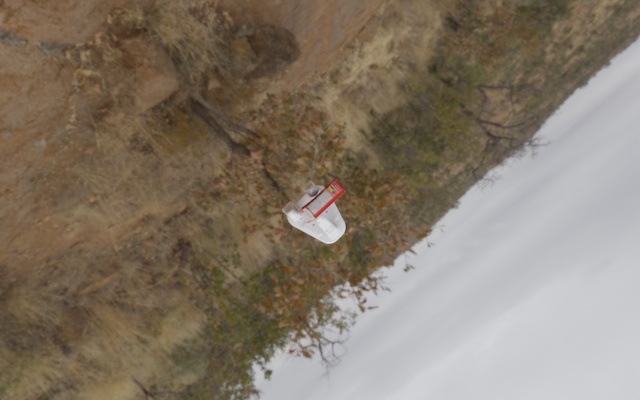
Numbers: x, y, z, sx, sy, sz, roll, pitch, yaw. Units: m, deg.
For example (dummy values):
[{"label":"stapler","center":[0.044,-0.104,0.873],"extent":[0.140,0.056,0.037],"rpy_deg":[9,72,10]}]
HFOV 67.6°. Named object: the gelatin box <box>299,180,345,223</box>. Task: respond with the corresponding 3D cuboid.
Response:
[{"label":"gelatin box","center":[0.000,0.003,0.845],"extent":[0.073,0.030,0.089],"rpy_deg":[-42,2,-13]}]
